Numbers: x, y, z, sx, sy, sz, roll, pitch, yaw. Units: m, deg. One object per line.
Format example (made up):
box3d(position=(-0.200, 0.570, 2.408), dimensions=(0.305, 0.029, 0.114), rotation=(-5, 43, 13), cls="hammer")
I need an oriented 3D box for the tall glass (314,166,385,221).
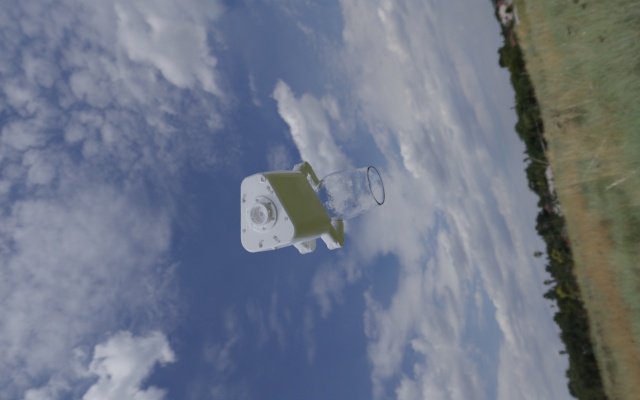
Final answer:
box3d(position=(0.000, 0.003, 0.773), dimensions=(0.201, 0.079, 0.079), rotation=(-17, -7, 26), cls="tall glass")
